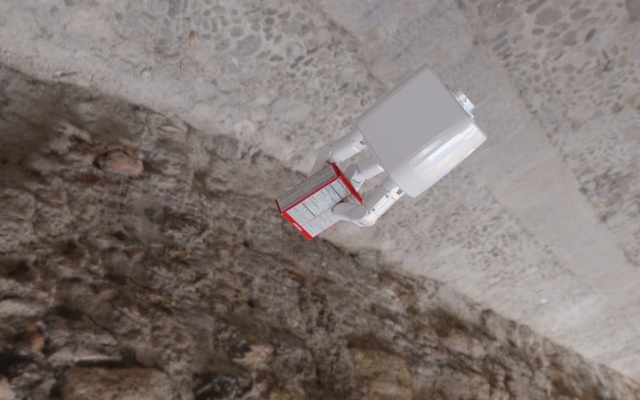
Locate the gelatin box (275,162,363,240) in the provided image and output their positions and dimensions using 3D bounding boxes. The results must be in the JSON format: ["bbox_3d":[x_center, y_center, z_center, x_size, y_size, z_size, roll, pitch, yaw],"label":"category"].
[{"bbox_3d":[0.000,0.002,0.598,0.089,0.030,0.073,-33,-41,9],"label":"gelatin box"}]
